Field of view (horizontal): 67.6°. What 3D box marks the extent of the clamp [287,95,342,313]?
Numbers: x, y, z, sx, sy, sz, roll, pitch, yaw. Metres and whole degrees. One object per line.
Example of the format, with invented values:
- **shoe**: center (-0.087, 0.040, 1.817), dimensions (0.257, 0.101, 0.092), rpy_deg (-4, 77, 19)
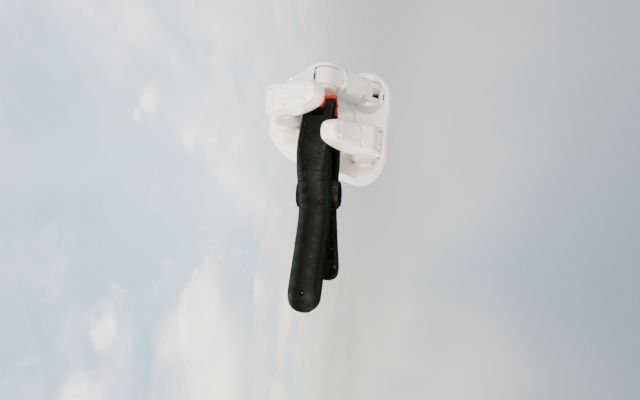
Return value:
- **clamp**: center (-0.001, 0.001, 0.405), dimensions (0.039, 0.171, 0.120), rpy_deg (5, -4, 4)
